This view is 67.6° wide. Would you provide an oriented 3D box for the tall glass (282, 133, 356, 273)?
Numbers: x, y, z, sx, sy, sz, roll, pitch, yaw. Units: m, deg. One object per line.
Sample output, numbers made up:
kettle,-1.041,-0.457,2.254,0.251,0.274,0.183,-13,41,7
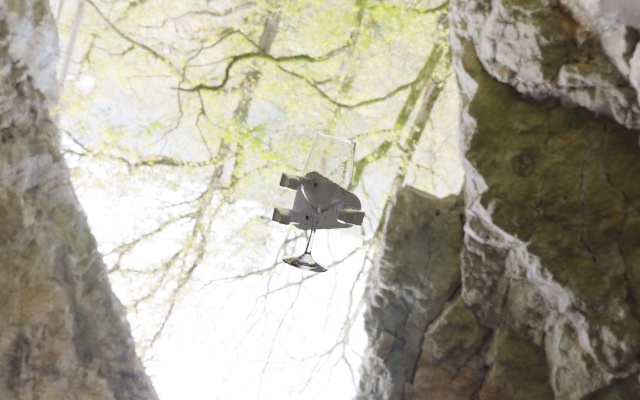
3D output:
tall glass,0.000,0.003,0.726,0.079,0.201,0.079,14,6,-1
